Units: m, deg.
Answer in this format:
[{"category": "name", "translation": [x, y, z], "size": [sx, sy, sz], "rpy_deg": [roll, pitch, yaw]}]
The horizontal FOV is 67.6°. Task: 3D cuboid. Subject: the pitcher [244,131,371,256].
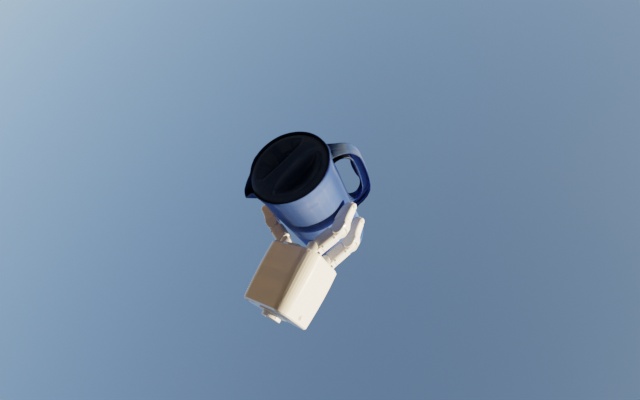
[{"category": "pitcher", "translation": [0.000, 0.003, 0.804], "size": [0.149, 0.145, 0.243], "rpy_deg": [17, -22, 31]}]
